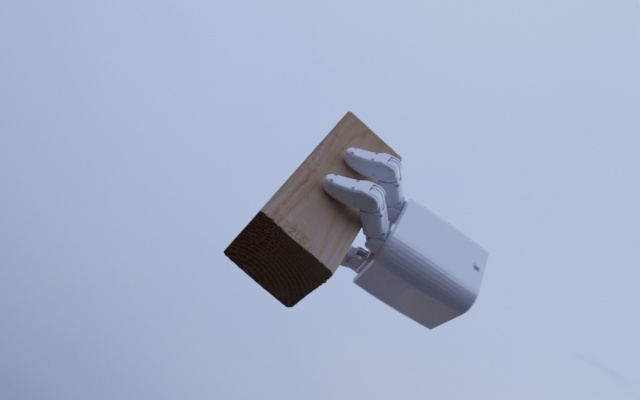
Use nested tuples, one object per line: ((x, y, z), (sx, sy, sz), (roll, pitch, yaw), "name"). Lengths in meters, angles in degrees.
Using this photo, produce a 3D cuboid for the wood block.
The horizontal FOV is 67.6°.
((0.000, 0.002, 0.520), (0.091, 0.090, 0.206), (-45, 5, 44), "wood block")
